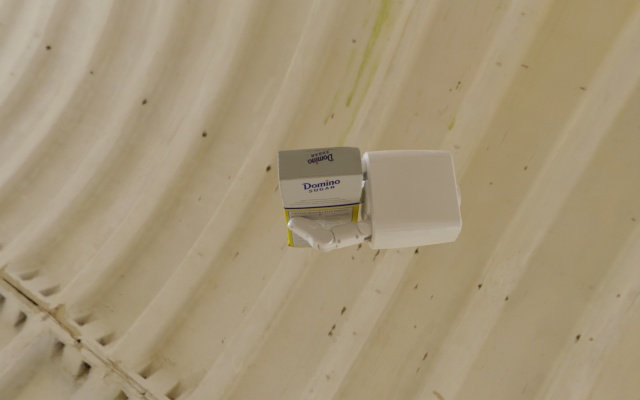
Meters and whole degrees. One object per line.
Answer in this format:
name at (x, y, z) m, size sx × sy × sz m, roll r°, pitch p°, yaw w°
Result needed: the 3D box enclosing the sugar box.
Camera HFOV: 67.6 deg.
sugar box at (0.000, 0.002, 0.589) m, size 0.093 × 0.048 × 0.176 m, roll -4°, pitch -32°, yaw -2°
